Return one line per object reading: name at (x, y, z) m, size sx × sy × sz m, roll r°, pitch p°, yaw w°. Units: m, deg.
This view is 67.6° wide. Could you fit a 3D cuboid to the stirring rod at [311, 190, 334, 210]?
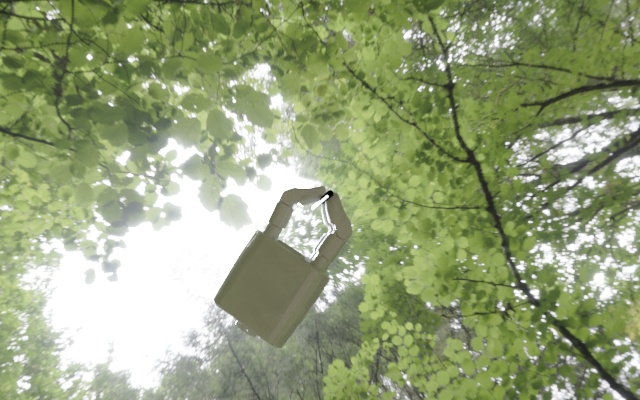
stirring rod at (0.000, 0.002, 0.658) m, size 0.011 × 0.011 × 0.239 m, roll 0°, pitch -5°, yaw -5°
